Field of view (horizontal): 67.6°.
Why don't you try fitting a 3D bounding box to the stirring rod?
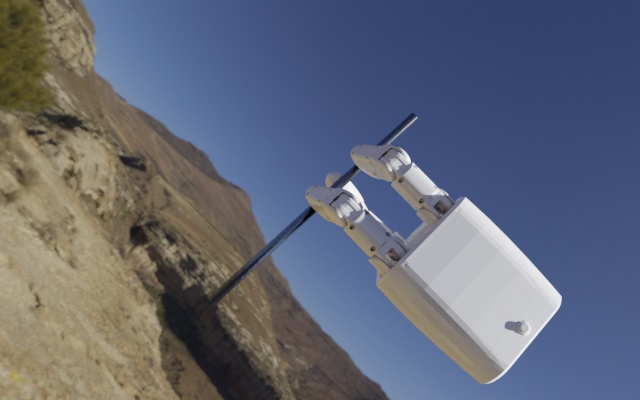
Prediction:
[{"bbox_3d":[0.000,0.001,0.406,0.239,0.011,0.011,-42,13,-15],"label":"stirring rod"}]
